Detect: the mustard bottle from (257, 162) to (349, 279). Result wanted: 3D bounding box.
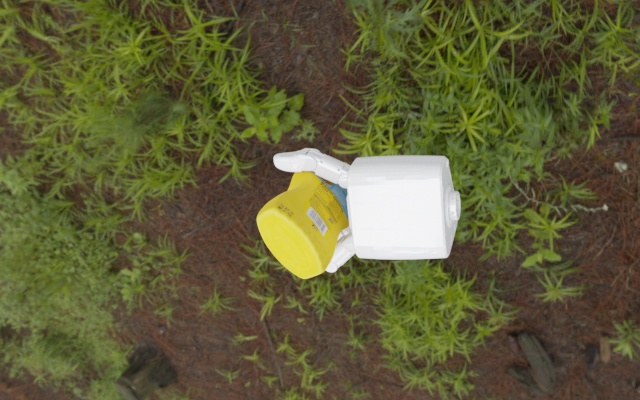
[{"bbox_3d":[0.000,0.002,0.590,0.058,0.096,0.191,-28,16,36],"label":"mustard bottle"}]
